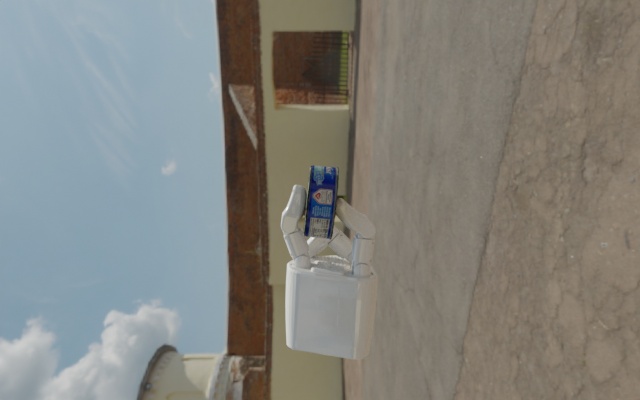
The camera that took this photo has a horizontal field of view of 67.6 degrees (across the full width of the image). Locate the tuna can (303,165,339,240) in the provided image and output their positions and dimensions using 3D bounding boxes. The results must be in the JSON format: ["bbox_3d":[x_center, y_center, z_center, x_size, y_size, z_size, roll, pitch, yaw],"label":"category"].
[{"bbox_3d":[0.000,0.002,0.563,0.034,0.086,0.086,6,0,-2],"label":"tuna can"}]
